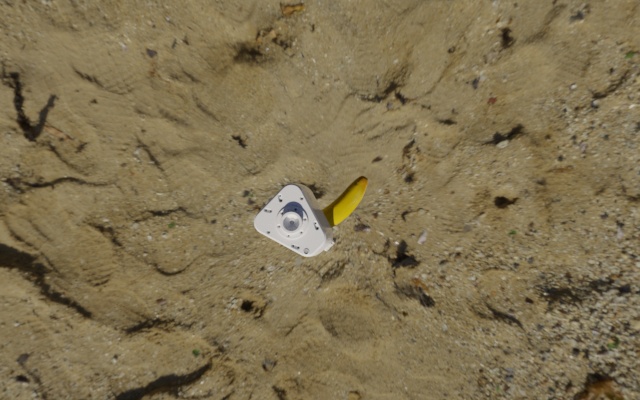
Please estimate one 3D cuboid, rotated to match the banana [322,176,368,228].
[{"bbox_3d":[0.004,0.021,0.873,0.198,0.069,0.037,-22,-6,5],"label":"banana"}]
